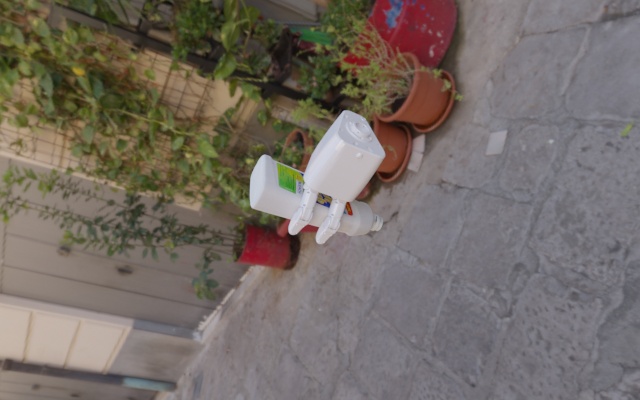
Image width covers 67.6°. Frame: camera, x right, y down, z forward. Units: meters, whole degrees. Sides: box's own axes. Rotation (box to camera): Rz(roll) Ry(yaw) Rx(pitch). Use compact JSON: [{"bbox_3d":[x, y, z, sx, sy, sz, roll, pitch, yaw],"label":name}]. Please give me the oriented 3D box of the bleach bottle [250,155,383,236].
[{"bbox_3d":[0.000,0.003,0.866,0.251,0.102,0.068,18,-51,-23],"label":"bleach bottle"}]
